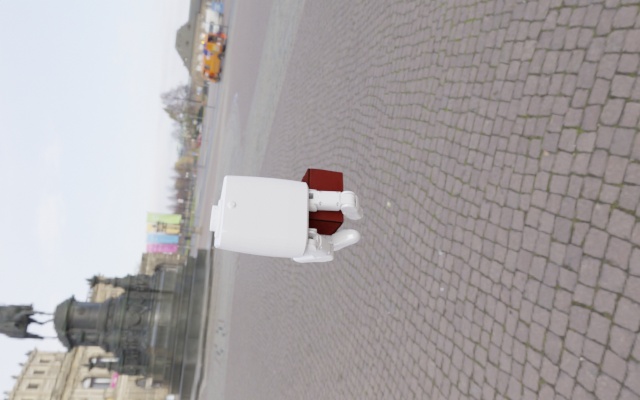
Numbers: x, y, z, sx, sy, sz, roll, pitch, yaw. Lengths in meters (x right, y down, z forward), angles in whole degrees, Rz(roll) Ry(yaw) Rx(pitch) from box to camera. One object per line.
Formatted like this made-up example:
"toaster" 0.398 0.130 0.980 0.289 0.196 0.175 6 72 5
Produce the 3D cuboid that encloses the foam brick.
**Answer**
"foam brick" 0.000 0.002 0.658 0.051 0.078 0.053 7 -26 -14
